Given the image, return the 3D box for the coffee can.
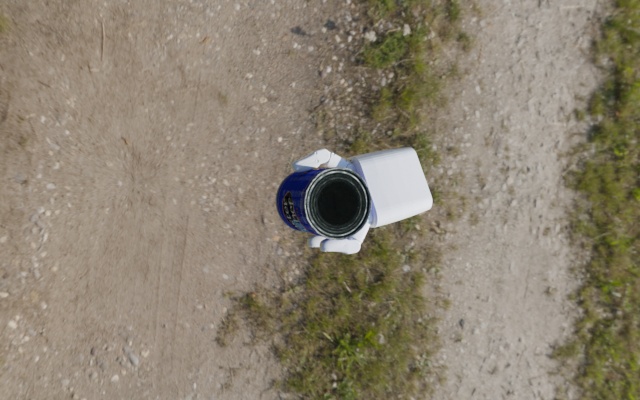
[{"bbox_3d":[0.000,0.002,0.724,0.103,0.103,0.140,0,2,-21],"label":"coffee can"}]
